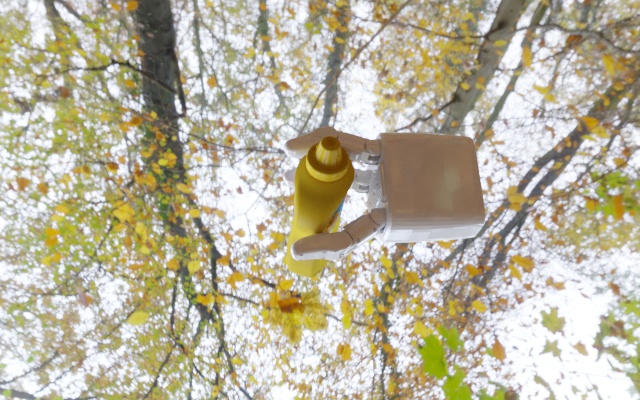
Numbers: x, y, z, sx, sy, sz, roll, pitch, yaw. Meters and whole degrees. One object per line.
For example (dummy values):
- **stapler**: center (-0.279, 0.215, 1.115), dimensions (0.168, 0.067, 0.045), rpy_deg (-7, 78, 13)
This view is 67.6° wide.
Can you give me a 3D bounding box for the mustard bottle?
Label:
- **mustard bottle**: center (0.000, 0.002, 0.512), dimensions (0.058, 0.096, 0.192), rpy_deg (20, -34, 6)
